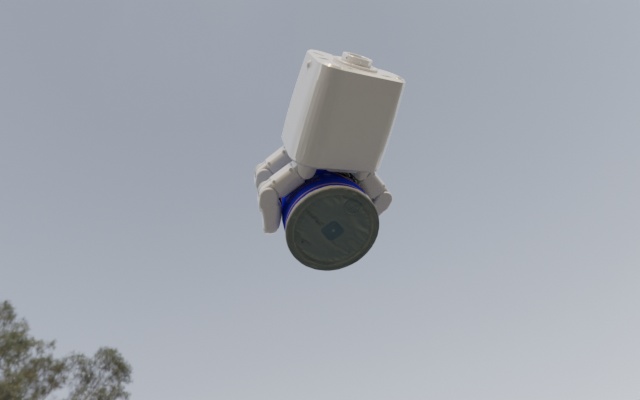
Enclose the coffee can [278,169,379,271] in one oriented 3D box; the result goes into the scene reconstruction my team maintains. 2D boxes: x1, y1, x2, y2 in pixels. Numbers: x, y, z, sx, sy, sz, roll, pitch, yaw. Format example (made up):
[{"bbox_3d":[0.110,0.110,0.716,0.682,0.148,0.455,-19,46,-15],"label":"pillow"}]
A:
[{"bbox_3d":[0.000,0.002,0.568,0.103,0.103,0.140,0,26,-13],"label":"coffee can"}]
